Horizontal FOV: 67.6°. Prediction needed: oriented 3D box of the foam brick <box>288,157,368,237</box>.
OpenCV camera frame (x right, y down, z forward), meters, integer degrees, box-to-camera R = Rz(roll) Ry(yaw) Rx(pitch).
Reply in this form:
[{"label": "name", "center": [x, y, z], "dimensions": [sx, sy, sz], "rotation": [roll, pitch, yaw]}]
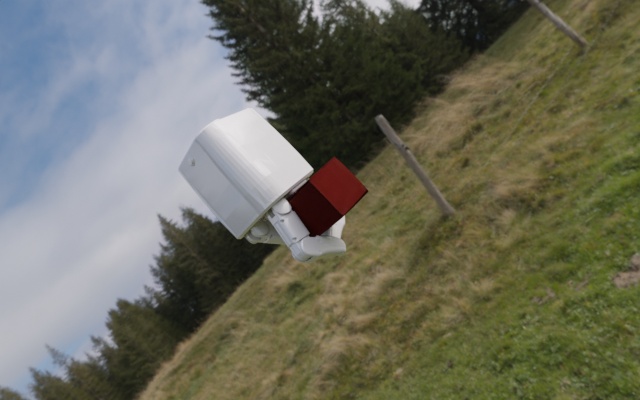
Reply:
[{"label": "foam brick", "center": [0.000, 0.002, 0.503], "dimensions": [0.053, 0.051, 0.078], "rotation": [-43, 1, -43]}]
